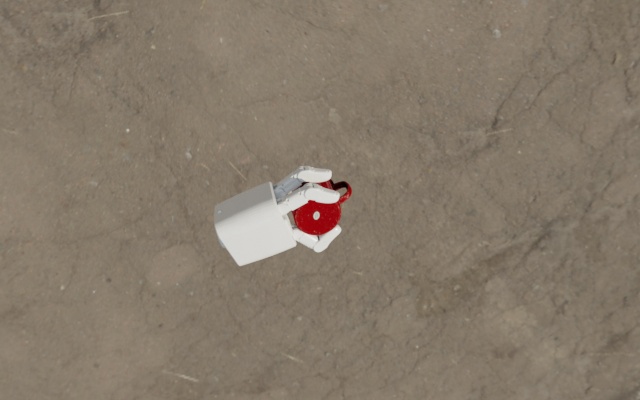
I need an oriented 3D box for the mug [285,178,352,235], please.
[{"bbox_3d":[0.002,0.002,0.828,0.117,0.093,0.081,-23,31,1],"label":"mug"}]
